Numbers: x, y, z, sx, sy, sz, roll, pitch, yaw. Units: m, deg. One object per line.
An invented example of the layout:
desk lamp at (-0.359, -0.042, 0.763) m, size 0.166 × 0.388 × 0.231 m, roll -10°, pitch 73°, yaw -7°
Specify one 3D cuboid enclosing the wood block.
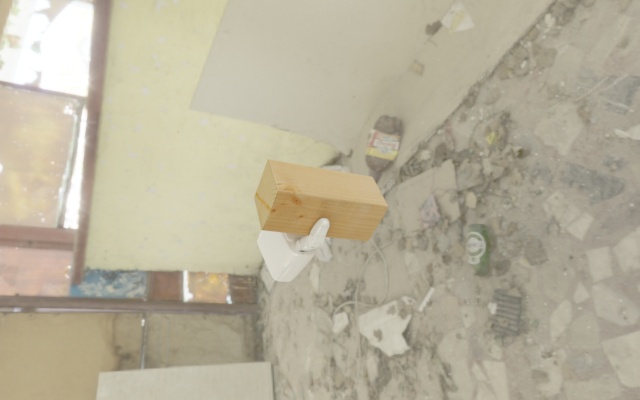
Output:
wood block at (0.000, 0.003, 0.840) m, size 0.206 × 0.090 × 0.090 m, roll 7°, pitch 38°, yaw -25°
